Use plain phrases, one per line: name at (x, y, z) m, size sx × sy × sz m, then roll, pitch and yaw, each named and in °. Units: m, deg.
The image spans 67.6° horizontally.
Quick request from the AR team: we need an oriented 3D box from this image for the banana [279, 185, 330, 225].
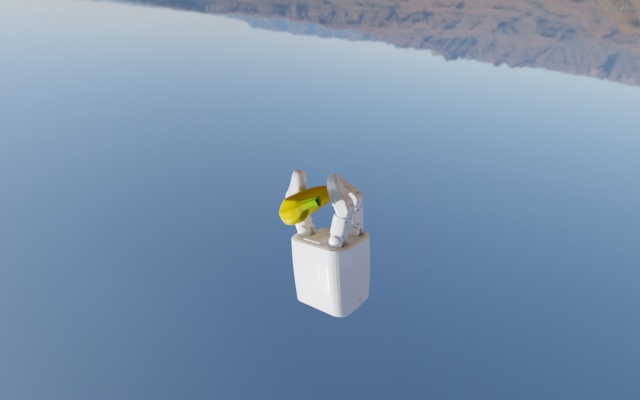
banana at (-0.018, 0.006, 0.674) m, size 0.069 × 0.037 × 0.198 m, roll -11°, pitch 6°, yaw 9°
